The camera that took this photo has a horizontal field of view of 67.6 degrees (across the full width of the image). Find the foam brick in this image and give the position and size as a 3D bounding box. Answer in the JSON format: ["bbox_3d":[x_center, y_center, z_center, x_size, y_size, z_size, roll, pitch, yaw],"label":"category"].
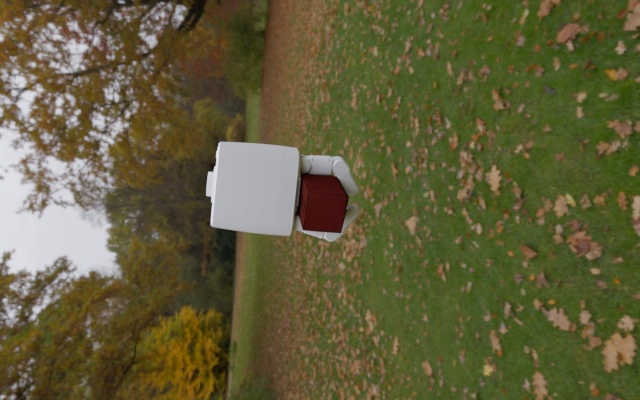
[{"bbox_3d":[0.000,0.002,0.614,0.051,0.053,0.078,6,20,-12],"label":"foam brick"}]
